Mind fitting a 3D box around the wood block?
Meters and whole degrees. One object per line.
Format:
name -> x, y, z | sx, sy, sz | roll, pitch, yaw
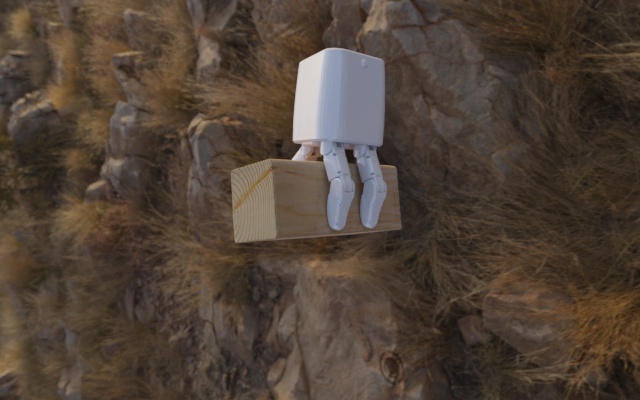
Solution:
wood block -> 0.000, 0.002, 0.610 | 0.206, 0.090, 0.091 | 0, -6, -40
